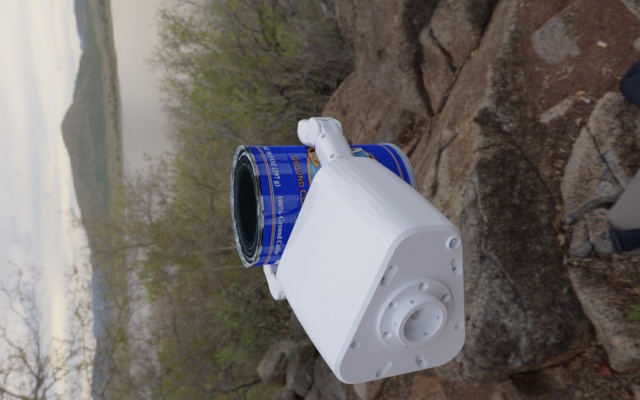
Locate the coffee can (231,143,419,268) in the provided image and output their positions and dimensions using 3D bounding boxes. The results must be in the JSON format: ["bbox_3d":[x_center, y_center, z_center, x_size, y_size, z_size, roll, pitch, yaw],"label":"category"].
[{"bbox_3d":[0.000,0.001,0.424,0.140,0.103,0.103,-3,1,-22],"label":"coffee can"}]
